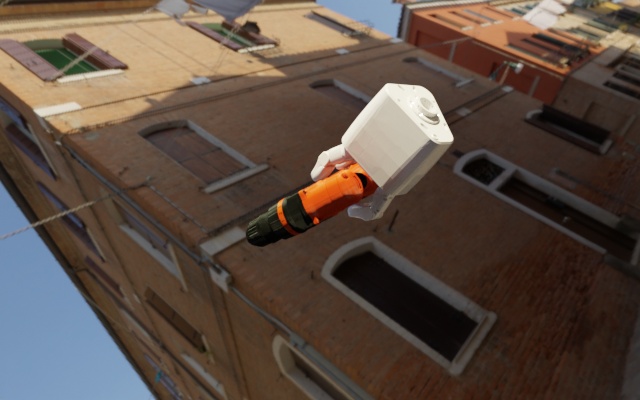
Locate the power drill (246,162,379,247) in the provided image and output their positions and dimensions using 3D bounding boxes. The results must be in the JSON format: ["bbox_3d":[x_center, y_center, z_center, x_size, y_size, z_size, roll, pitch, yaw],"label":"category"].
[{"bbox_3d":[0.000,0.002,0.693,0.184,0.057,0.187,-25,3,26],"label":"power drill"}]
